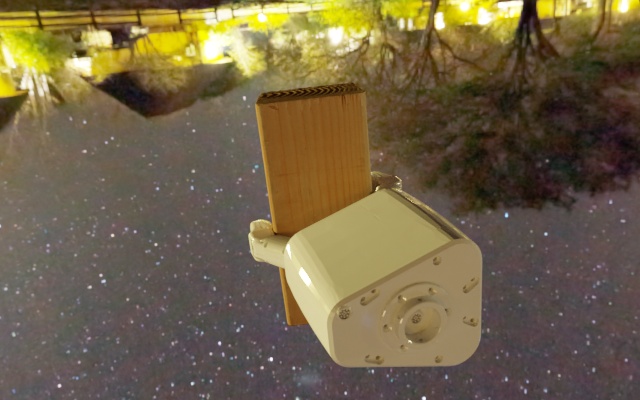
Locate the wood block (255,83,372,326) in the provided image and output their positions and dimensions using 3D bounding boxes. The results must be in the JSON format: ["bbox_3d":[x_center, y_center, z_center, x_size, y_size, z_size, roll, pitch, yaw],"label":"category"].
[{"bbox_3d":[0.000,0.002,0.450,0.091,0.206,0.090,-6,19,-1],"label":"wood block"}]
